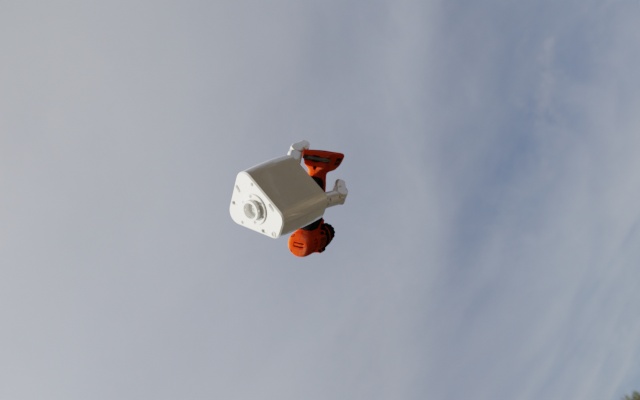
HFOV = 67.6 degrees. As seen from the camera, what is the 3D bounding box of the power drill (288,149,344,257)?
[{"bbox_3d":[0.000,0.002,0.871,0.057,0.187,0.184,9,6,14],"label":"power drill"}]
